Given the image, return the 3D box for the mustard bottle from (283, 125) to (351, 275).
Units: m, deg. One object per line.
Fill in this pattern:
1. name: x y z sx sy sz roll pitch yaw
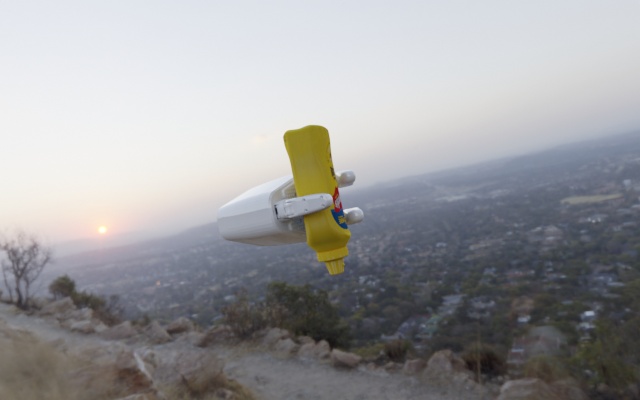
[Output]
1. mustard bottle: 0.000 0.002 0.623 0.058 0.191 0.096 -12 -1 9
